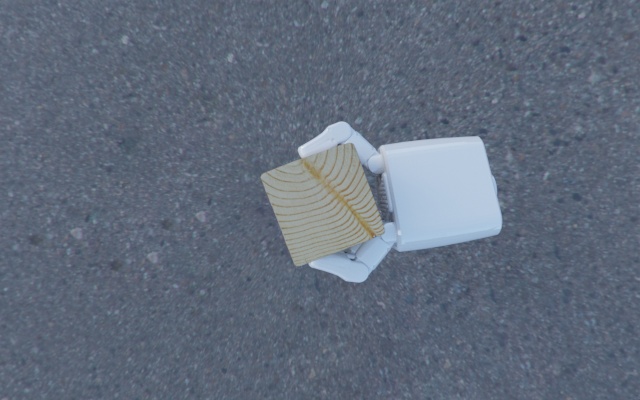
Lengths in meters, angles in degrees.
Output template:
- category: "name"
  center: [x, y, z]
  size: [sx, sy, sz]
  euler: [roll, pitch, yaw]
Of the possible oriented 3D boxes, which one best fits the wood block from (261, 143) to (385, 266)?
- category: "wood block"
  center: [0.000, 0.001, 0.526]
  size: [0.090, 0.091, 0.206]
  euler: [-20, 1, -1]
